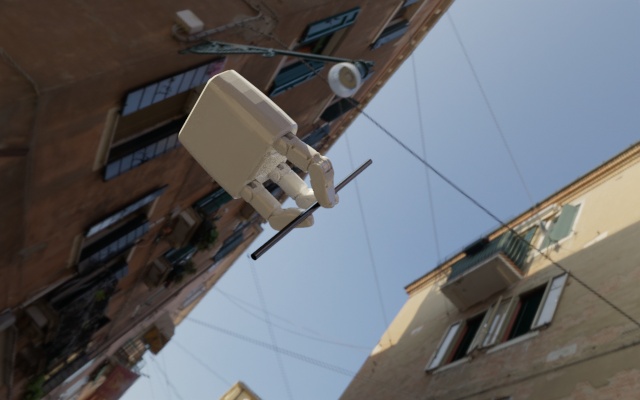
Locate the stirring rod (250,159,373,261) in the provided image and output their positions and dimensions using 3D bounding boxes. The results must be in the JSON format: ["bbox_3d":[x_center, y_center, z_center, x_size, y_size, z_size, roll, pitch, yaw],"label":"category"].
[{"bbox_3d":[0.000,0.002,0.557,0.011,0.011,0.239,0,27,38],"label":"stirring rod"}]
